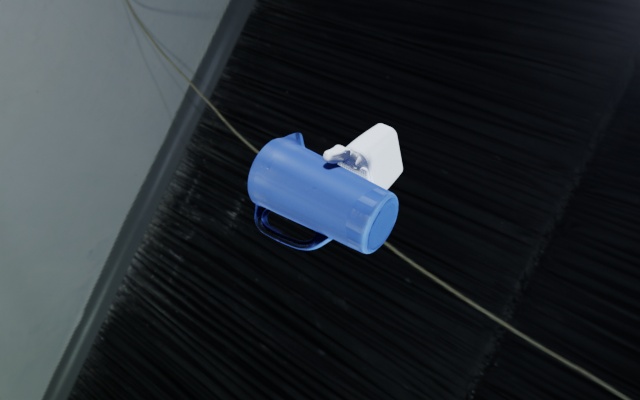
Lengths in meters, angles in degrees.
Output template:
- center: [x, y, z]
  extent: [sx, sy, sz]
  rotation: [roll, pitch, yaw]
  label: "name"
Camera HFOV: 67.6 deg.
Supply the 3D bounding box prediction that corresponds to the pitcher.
- center: [0.000, 0.003, 0.816]
  extent: [0.242, 0.149, 0.145]
  rotation: [27, 47, 28]
  label: "pitcher"
